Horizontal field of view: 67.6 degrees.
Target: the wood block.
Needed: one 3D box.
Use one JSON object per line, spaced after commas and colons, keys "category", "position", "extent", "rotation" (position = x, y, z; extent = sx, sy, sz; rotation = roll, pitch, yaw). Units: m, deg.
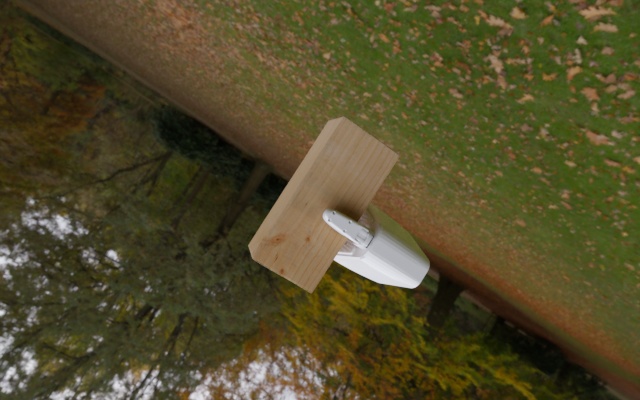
{"category": "wood block", "position": [0.000, 0.002, 0.627], "extent": [0.090, 0.206, 0.091], "rotation": [33, -2, -14]}
